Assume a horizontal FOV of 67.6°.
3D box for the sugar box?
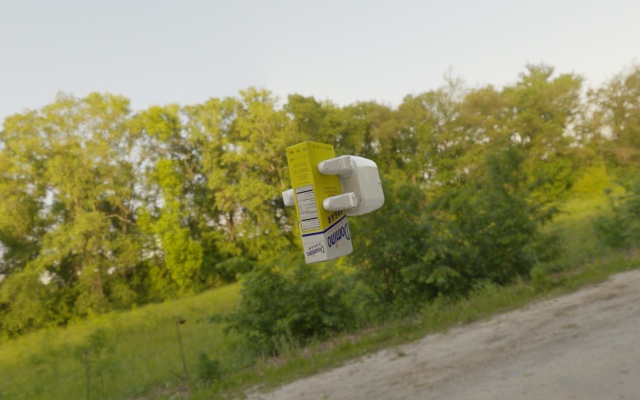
[{"bbox_3d":[0.001,0.002,0.728,0.048,0.176,0.093,-15,-4,27],"label":"sugar box"}]
